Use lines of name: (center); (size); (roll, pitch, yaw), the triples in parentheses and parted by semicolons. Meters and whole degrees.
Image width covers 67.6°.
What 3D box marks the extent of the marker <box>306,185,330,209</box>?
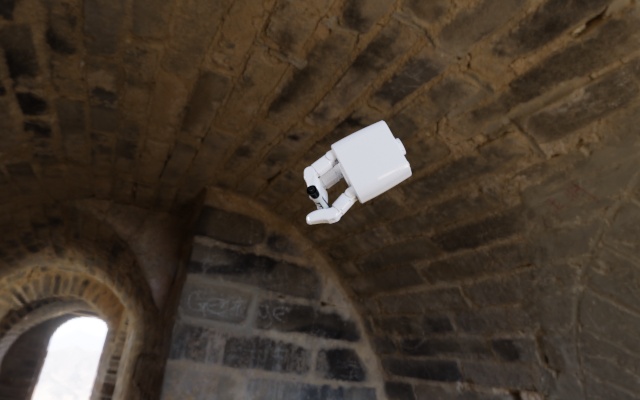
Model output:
marker: (0.000, 0.003, 0.842); (0.020, 0.020, 0.121); (0, -22, 16)
